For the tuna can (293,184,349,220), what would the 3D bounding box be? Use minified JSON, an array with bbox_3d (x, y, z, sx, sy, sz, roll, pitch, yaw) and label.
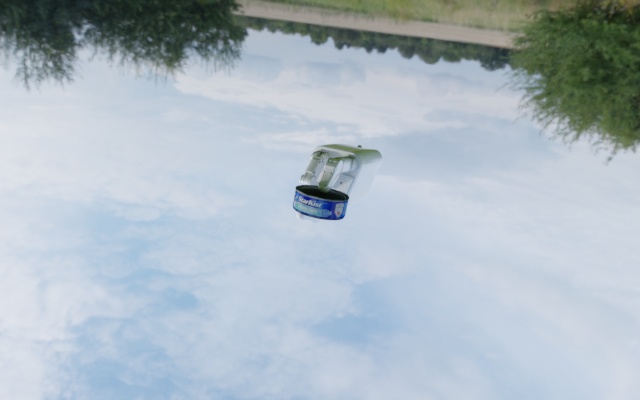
[{"bbox_3d":[0.000,0.003,0.746,0.086,0.034,0.086,10,13,-3],"label":"tuna can"}]
